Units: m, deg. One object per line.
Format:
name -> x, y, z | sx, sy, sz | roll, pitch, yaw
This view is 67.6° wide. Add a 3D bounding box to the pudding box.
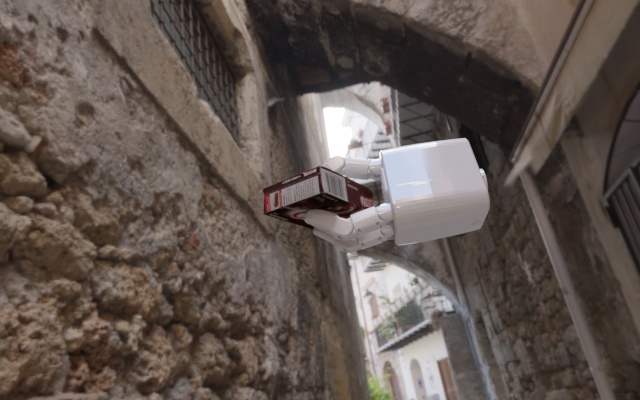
pudding box -> 0.000, 0.002, 0.580 | 0.090, 0.039, 0.113 | -20, -28, 32
